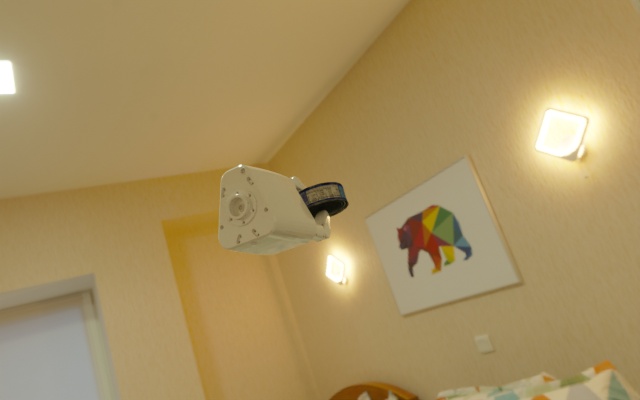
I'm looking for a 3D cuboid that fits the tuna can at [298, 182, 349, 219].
[{"bbox_3d":[0.000,0.002,0.773,0.086,0.033,0.086,-15,-19,-5],"label":"tuna can"}]
